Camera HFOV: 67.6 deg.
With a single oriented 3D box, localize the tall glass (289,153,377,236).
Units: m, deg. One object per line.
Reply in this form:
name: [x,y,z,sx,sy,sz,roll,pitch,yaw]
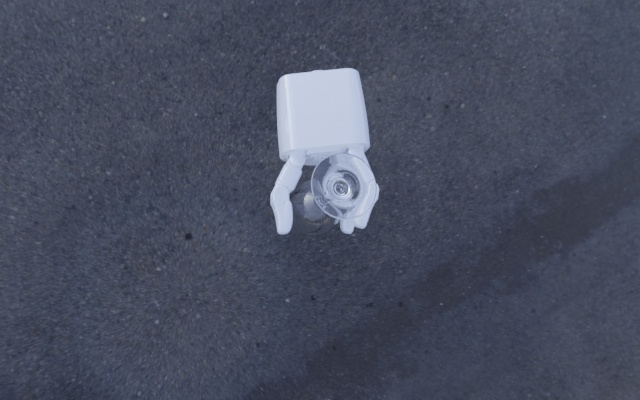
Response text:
tall glass: [0.000,0.002,0.607,0.079,0.079,0.201,0,-11,-15]
